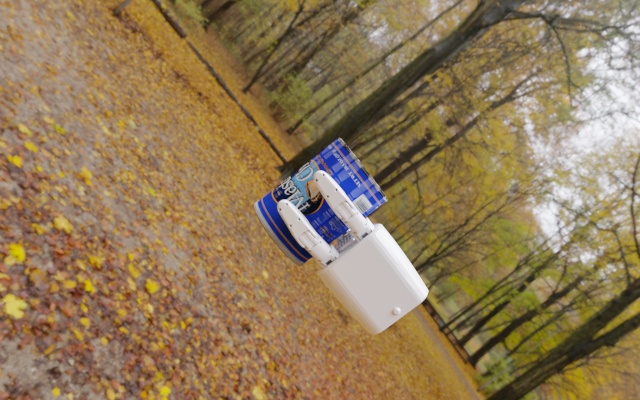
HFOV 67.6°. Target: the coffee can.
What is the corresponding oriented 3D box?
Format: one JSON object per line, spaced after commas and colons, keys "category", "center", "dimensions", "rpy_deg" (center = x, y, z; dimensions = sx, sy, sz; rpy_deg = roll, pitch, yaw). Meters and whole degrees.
{"category": "coffee can", "center": [0.000, 0.002, 0.616], "dimensions": [0.140, 0.103, 0.103], "rpy_deg": [-38, -4, 5]}
